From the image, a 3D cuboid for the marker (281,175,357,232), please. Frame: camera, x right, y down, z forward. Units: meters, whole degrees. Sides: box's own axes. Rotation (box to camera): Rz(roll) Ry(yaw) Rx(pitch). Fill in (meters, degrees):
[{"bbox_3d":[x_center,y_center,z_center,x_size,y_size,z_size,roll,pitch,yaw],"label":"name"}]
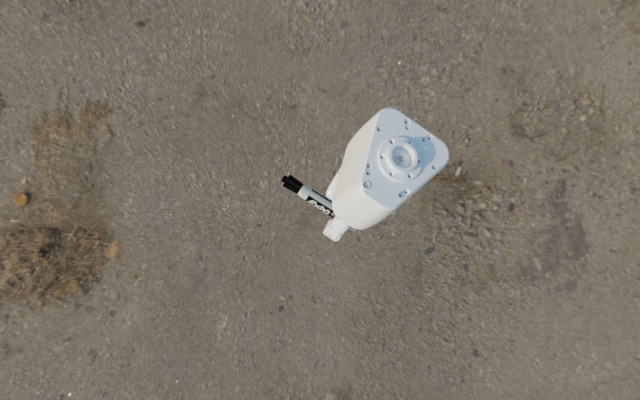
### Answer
[{"bbox_3d":[0.000,0.002,0.644,0.121,0.020,0.020,33,-2,-3],"label":"marker"}]
